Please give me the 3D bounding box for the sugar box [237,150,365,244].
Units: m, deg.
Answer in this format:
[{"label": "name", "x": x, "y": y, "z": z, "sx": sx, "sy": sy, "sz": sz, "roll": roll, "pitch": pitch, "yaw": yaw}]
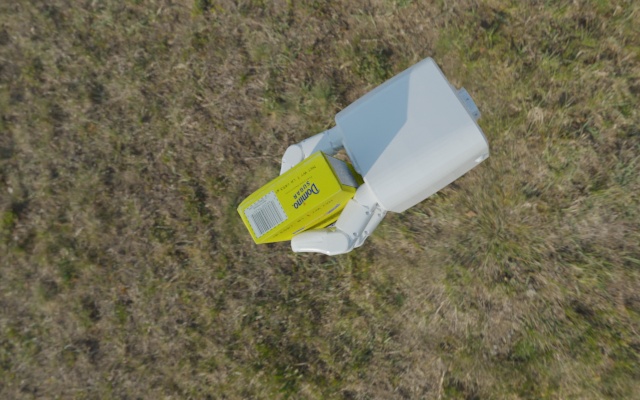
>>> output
[{"label": "sugar box", "x": 0.000, "y": 0.002, "z": 0.481, "sx": 0.093, "sy": 0.048, "sz": 0.176, "roll": -32, "pitch": -14, "yaw": 16}]
